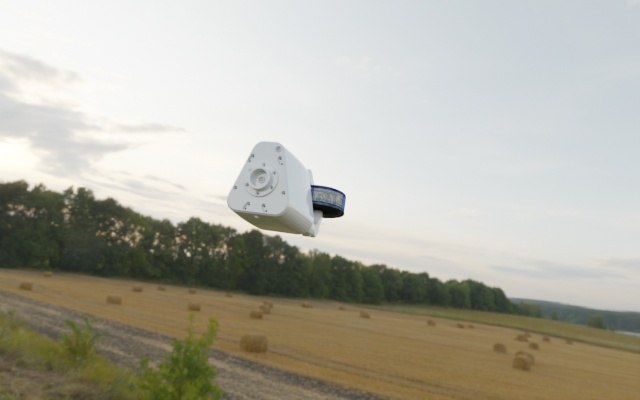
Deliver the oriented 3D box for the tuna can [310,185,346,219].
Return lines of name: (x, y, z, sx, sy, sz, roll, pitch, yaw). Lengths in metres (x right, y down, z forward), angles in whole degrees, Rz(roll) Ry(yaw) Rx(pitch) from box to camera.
tuna can: (0.000, 0.002, 0.809, 0.086, 0.033, 0.086, 8, -16, 2)
